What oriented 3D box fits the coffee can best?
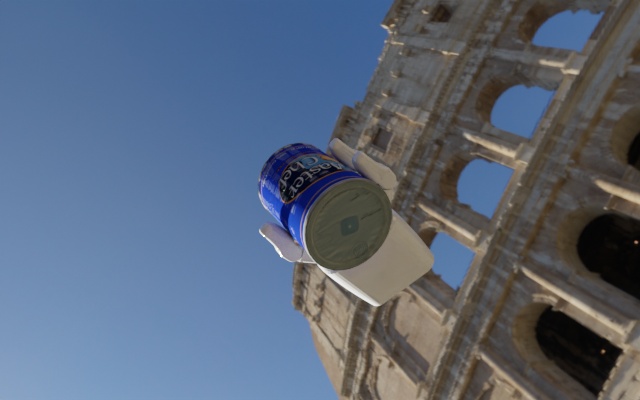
[{"bbox_3d":[0.000,0.002,0.545,0.103,0.103,0.140,0,21,-28],"label":"coffee can"}]
